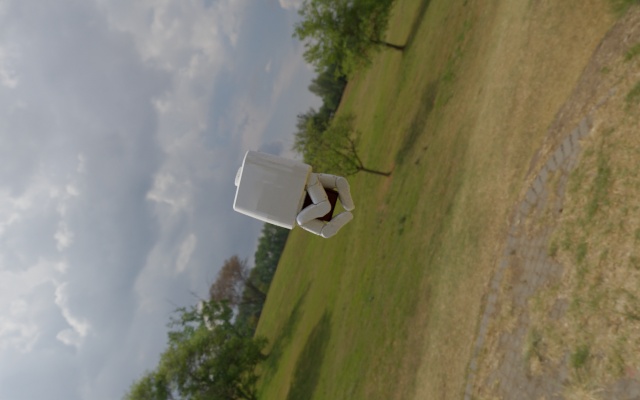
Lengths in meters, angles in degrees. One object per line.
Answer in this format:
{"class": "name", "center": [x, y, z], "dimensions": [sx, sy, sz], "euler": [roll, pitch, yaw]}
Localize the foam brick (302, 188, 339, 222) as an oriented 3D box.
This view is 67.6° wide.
{"class": "foam brick", "center": [0.000, 0.003, 0.825], "dimensions": [0.051, 0.053, 0.078], "euler": [16, 3, 1]}
